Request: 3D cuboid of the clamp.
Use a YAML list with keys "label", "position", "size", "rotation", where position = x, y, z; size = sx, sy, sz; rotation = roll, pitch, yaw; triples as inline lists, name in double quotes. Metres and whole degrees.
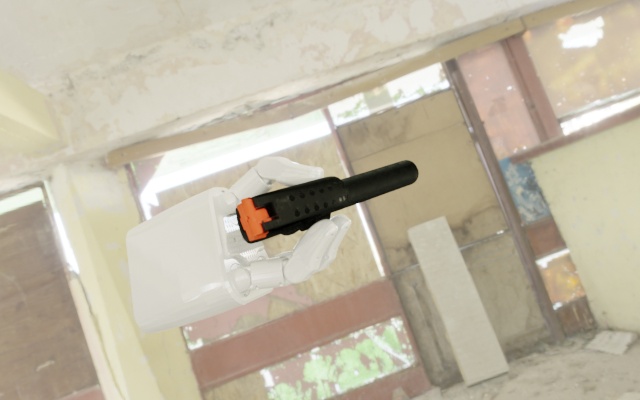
- label: "clamp"
  position: [-0.001, 0.001, 0.415]
  size: [0.164, 0.036, 0.210]
  rotation: [-24, -5, 16]
